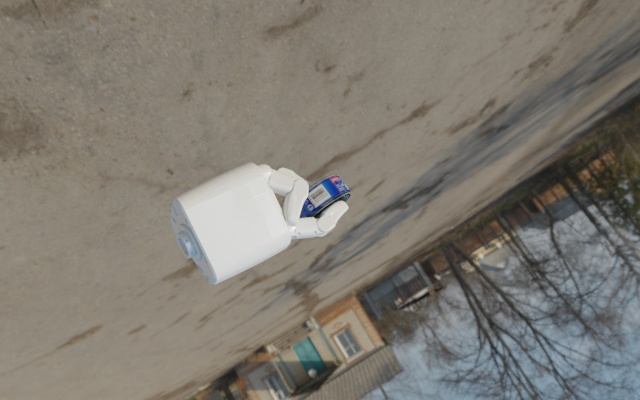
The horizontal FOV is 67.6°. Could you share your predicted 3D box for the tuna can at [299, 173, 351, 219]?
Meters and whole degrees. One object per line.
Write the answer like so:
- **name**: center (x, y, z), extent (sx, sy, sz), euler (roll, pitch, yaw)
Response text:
- **tuna can**: center (0.000, 0.003, 0.664), extent (0.086, 0.033, 0.086), euler (-35, -11, -8)
